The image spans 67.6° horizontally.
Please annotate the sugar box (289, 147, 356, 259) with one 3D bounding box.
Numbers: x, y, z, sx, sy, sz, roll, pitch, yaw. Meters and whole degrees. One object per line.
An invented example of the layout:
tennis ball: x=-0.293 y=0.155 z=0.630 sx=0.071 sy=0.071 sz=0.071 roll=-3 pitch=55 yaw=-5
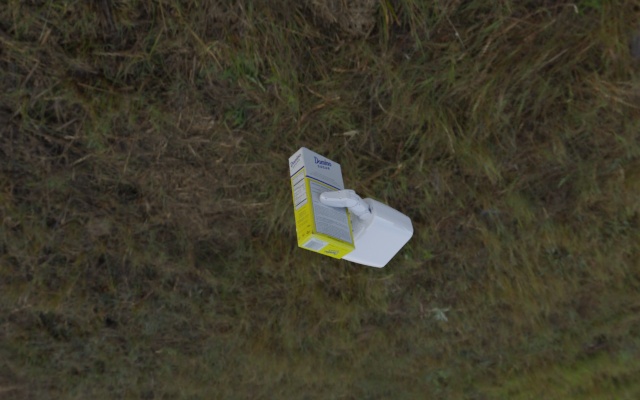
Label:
sugar box: x=0.000 y=0.003 z=0.800 sx=0.093 sy=0.176 sz=0.048 roll=23 pitch=-47 yaw=-37
